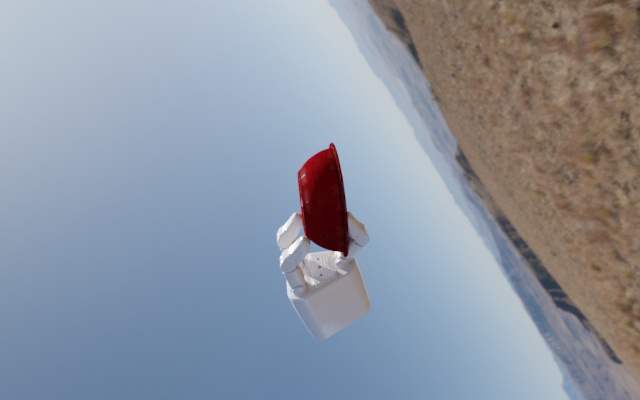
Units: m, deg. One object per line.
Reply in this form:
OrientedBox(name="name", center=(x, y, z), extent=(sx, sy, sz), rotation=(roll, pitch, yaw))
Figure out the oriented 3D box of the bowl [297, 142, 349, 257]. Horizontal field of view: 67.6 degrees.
OrientedBox(name="bowl", center=(0.000, 0.001, 0.667), extent=(0.055, 0.162, 0.162), rotation=(-7, 0, -4))
